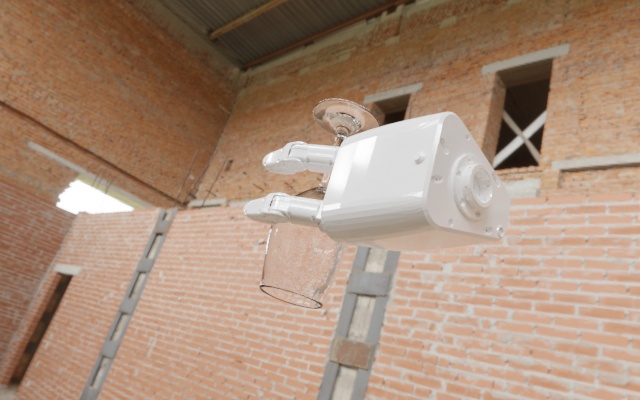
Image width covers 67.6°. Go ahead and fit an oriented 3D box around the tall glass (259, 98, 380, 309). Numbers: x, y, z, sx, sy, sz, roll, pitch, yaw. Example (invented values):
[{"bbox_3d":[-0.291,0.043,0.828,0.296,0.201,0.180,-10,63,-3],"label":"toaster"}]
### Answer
[{"bbox_3d":[0.000,0.001,0.477,0.079,0.201,0.079,15,-21,6],"label":"tall glass"}]
